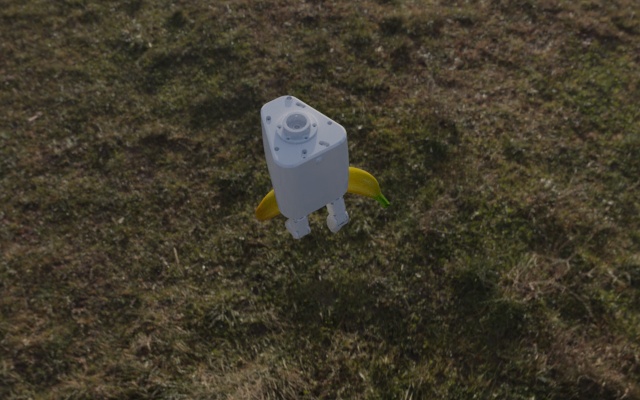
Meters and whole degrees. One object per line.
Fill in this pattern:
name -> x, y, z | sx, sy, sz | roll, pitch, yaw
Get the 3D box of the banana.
banana -> 0.001, -0.015, 0.695 | 0.198, 0.069, 0.037 | -6, -27, -6
